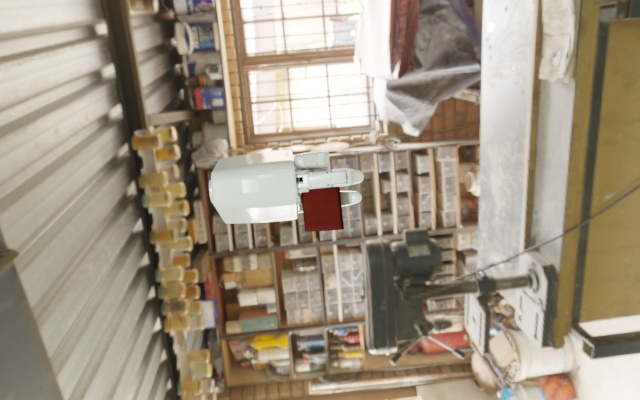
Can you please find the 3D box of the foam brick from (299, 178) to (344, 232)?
[{"bbox_3d":[0.000,0.002,0.648,0.051,0.078,0.053,-6,0,-4],"label":"foam brick"}]
